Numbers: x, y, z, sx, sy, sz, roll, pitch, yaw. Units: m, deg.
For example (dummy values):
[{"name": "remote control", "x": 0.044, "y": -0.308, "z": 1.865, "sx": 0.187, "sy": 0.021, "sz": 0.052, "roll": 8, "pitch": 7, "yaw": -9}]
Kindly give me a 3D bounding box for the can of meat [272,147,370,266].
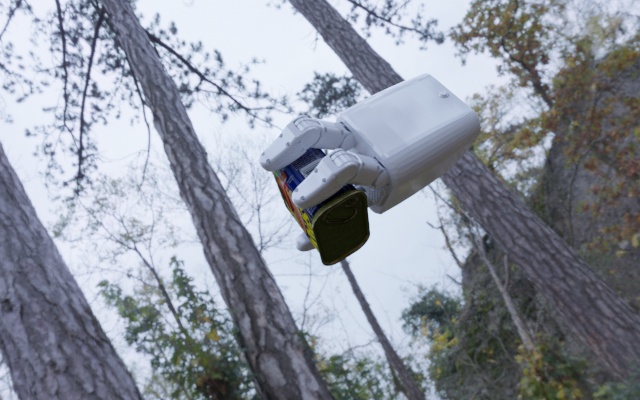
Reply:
[{"name": "can of meat", "x": 0.000, "y": 0.001, "z": 0.464, "sx": 0.057, "sy": 0.084, "sz": 0.102, "roll": -31, "pitch": -32, "yaw": -11}]
